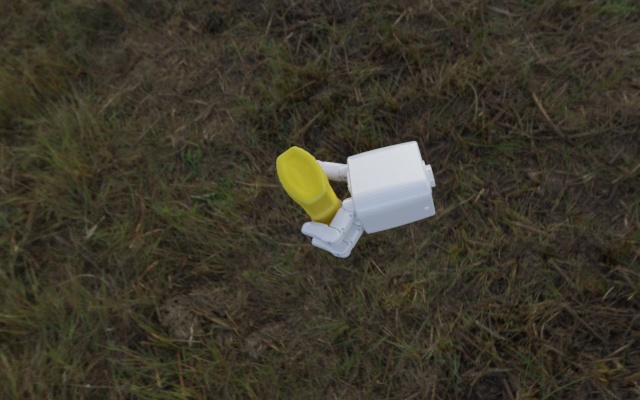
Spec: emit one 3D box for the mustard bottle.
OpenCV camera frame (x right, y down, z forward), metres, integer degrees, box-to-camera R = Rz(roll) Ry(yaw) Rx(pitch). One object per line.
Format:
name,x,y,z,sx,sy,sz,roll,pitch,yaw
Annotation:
mustard bottle,0.000,0.002,0.713,0.058,0.096,0.192,-36,-30,0
